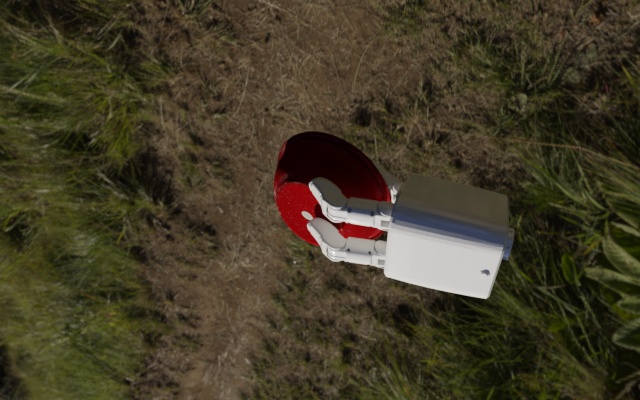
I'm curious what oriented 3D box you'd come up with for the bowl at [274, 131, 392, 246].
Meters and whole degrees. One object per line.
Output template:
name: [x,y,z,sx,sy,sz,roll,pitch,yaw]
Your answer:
bowl: [-0.001,0.002,0.564,0.162,0.162,0.055,0,34,40]
